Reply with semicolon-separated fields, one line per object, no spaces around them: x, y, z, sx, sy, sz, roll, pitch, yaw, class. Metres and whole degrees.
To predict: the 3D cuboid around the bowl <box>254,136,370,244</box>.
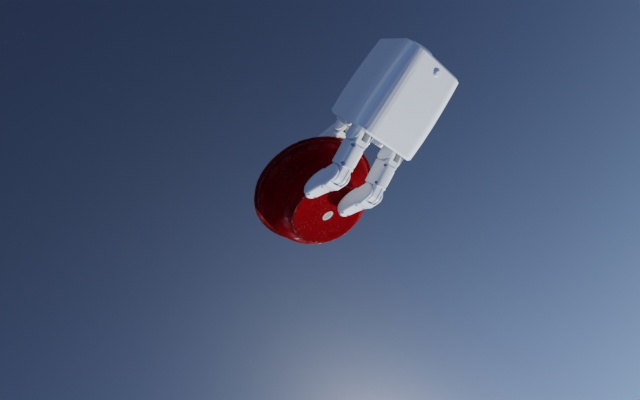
0.000;0.003;0.608;0.162;0.162;0.055;0;35;-24;bowl
